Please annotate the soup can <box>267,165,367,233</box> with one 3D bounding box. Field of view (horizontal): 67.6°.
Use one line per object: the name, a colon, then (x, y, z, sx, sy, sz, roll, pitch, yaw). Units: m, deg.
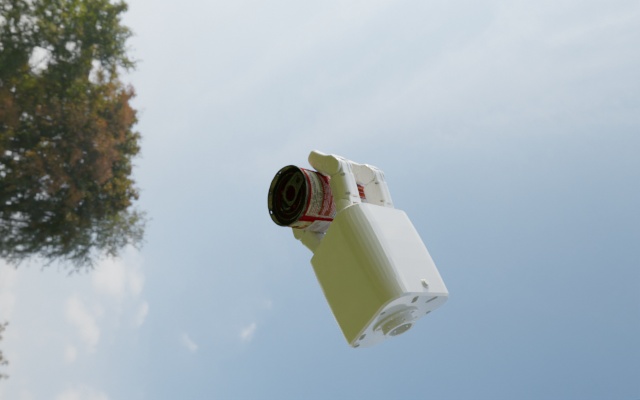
soup can: (0.000, 0.002, 0.547, 0.102, 0.068, 0.068, 11, -7, -42)
